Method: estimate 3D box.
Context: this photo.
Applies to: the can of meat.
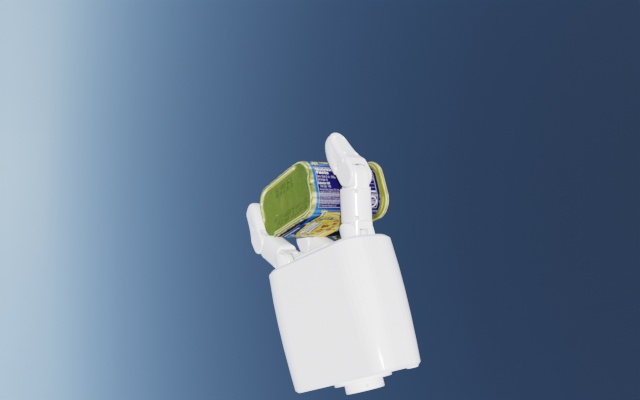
[{"bbox_3d":[0.000,0.001,0.463,0.084,0.057,0.102,0,-21,-34],"label":"can of meat"}]
